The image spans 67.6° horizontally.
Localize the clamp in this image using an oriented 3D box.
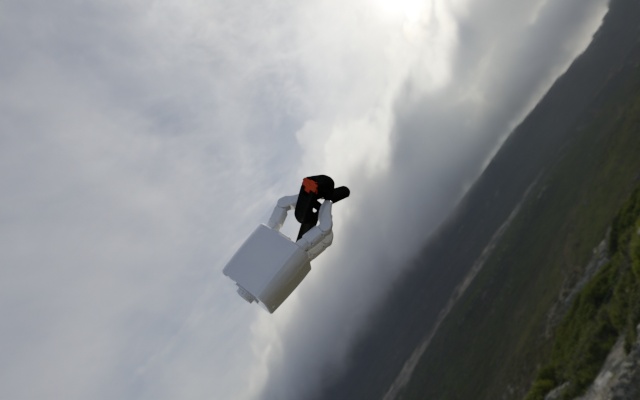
[{"bbox_3d":[-0.001,0.002,0.851,0.036,0.164,0.210,33,-20,17],"label":"clamp"}]
